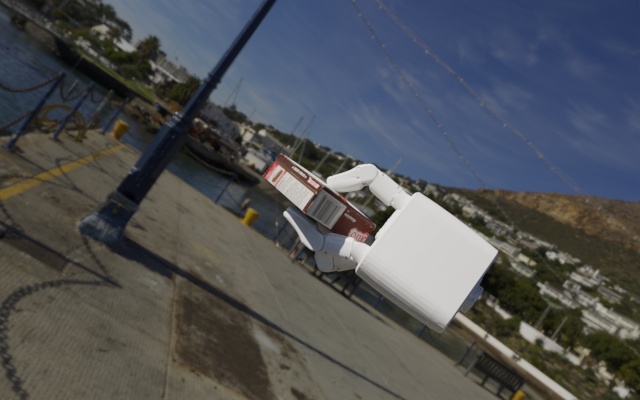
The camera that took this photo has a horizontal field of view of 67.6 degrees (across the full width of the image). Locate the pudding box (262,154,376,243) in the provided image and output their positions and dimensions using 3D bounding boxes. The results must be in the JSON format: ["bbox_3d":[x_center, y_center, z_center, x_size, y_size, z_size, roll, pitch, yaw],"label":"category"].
[{"bbox_3d":[0.000,0.002,0.544,0.090,0.039,0.113,38,0,44],"label":"pudding box"}]
